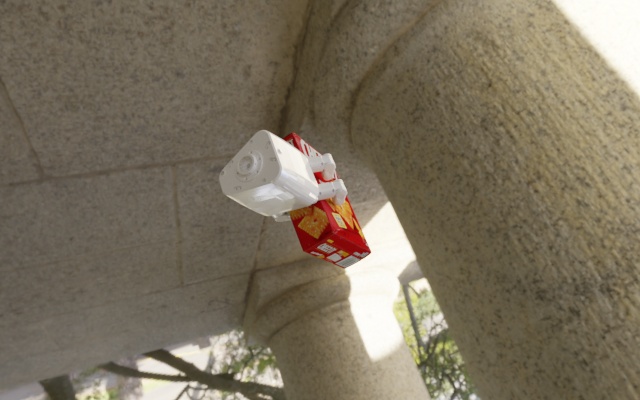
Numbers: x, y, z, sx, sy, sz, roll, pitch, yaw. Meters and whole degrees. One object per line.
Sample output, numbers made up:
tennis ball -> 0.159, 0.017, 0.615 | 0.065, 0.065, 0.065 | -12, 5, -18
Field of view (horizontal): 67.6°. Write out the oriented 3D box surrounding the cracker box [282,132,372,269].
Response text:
cracker box -> 0.000, 0.003, 0.859 | 0.072, 0.213, 0.164 | -31, -29, 17
